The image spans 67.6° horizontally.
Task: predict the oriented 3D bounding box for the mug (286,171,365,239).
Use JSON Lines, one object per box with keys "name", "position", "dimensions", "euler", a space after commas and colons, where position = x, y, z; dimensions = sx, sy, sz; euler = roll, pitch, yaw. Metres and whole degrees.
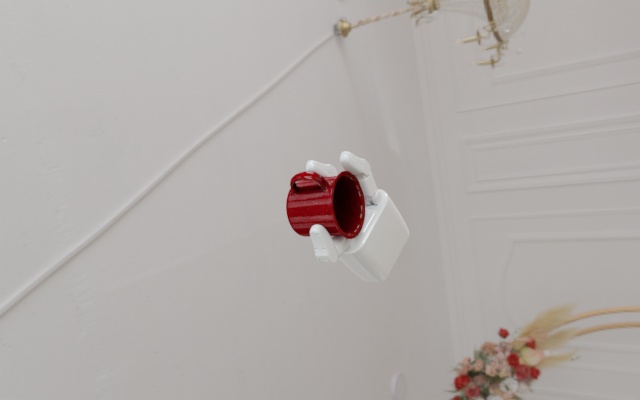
{"name": "mug", "position": [-0.001, 0.001, 0.662], "dimensions": [0.081, 0.093, 0.117], "euler": [-5, -38, 33]}
